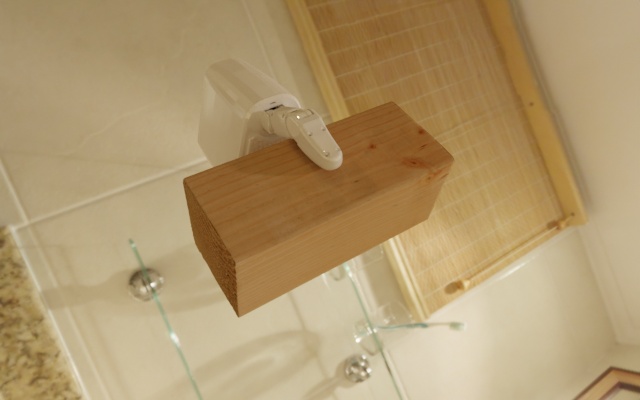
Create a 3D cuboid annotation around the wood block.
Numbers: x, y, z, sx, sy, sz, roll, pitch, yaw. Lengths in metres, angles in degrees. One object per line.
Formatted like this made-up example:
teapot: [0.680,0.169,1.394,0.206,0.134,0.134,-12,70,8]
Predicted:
wood block: [0.000,0.001,0.415,0.206,0.090,0.091,-24,-32,-24]
